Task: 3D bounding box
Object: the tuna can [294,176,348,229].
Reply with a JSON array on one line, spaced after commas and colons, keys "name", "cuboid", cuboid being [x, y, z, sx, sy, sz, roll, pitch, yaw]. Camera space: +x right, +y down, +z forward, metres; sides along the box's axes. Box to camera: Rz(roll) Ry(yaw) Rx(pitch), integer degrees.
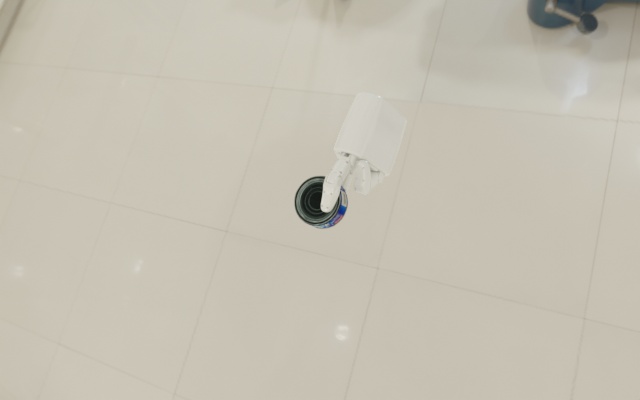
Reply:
[{"name": "tuna can", "cuboid": [0.000, 0.003, 0.793, 0.086, 0.086, 0.034, 0, -11, 23]}]
